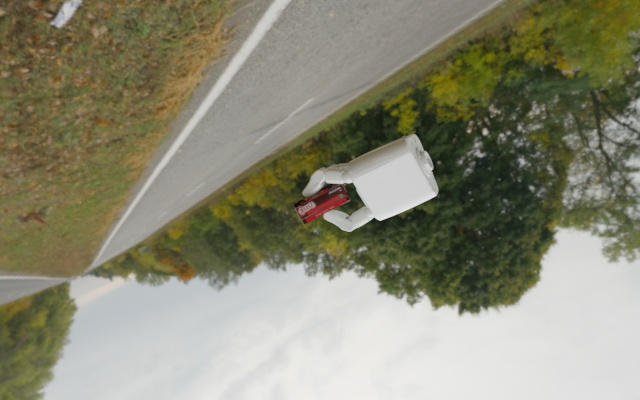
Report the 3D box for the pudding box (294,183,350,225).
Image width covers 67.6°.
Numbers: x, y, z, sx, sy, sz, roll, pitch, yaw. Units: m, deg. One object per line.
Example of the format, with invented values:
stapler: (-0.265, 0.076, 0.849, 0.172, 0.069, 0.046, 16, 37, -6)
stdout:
pudding box: (0.000, 0.003, 0.841, 0.090, 0.039, 0.113, -27, 2, -2)
